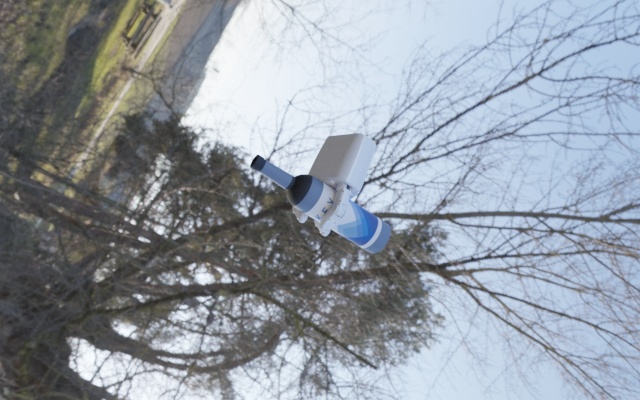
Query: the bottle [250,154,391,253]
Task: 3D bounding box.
[{"bbox_3d":[0.000,0.003,0.885,0.296,0.069,0.069,32,-13,-22],"label":"bottle"}]
